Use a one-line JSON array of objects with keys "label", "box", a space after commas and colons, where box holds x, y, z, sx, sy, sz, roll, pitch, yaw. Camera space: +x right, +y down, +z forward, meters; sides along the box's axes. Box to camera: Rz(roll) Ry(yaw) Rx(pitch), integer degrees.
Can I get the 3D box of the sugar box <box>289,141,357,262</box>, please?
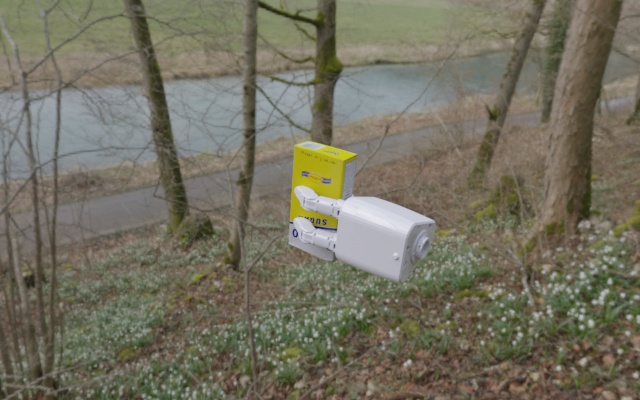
[{"label": "sugar box", "box": [0.000, 0.003, 0.752, 0.093, 0.176, 0.048, 20, 27, 30]}]
